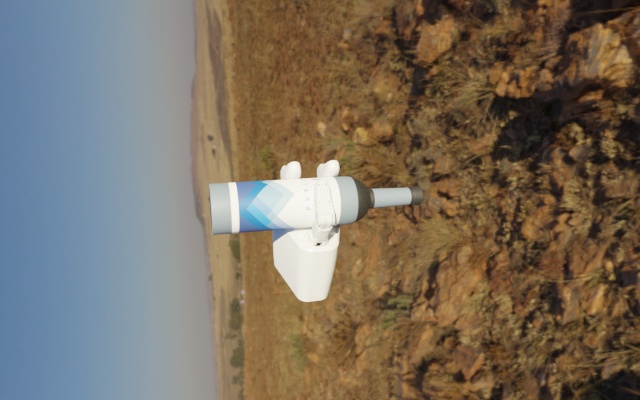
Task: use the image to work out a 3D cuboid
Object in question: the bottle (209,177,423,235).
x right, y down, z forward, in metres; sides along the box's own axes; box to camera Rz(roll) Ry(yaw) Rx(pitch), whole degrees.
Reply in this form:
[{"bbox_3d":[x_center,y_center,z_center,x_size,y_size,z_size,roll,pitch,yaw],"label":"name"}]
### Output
[{"bbox_3d":[0.000,0.002,0.654,0.296,0.069,0.069,-4,1,-14],"label":"bottle"}]
